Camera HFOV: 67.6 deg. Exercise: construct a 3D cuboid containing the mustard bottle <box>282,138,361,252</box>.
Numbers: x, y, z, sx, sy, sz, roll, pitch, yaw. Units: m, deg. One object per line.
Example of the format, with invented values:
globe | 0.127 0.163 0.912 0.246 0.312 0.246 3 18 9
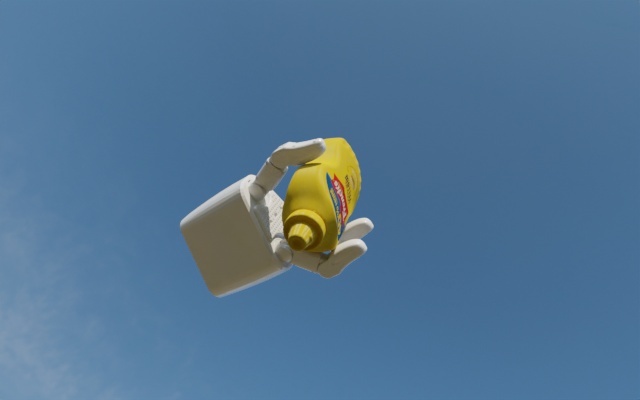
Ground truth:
mustard bottle | 0.000 0.002 0.527 0.058 0.096 0.191 -3 23 17
